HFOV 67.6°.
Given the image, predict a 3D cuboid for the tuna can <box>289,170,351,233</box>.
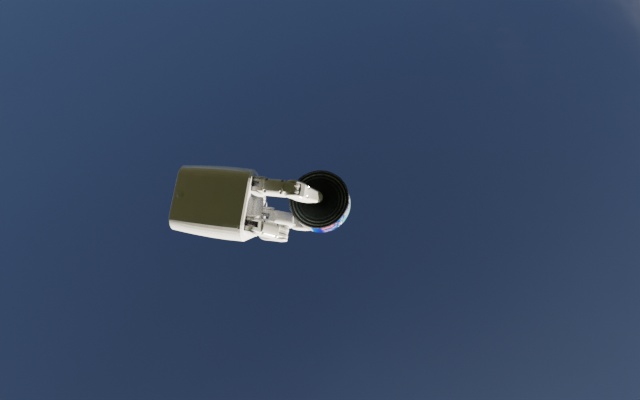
[{"bbox_3d":[0.000,0.002,0.687,0.086,0.086,0.034,0,-17,10],"label":"tuna can"}]
